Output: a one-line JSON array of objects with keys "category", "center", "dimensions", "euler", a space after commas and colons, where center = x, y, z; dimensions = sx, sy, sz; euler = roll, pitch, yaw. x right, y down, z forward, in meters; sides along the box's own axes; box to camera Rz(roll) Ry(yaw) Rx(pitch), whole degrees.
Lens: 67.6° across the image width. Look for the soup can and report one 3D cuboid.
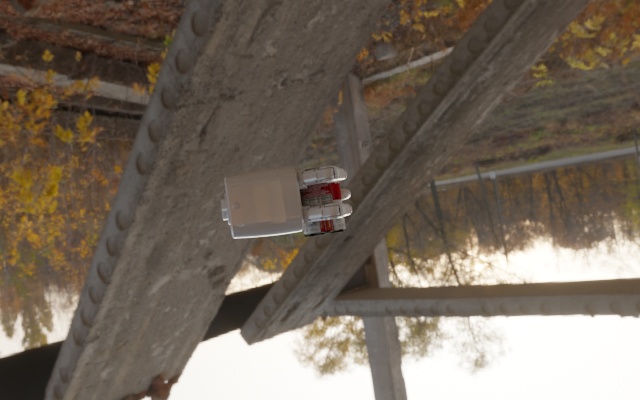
[{"category": "soup can", "center": [0.001, 0.003, 0.750], "dimensions": [0.068, 0.102, 0.068], "euler": [-8, -3, 0]}]
